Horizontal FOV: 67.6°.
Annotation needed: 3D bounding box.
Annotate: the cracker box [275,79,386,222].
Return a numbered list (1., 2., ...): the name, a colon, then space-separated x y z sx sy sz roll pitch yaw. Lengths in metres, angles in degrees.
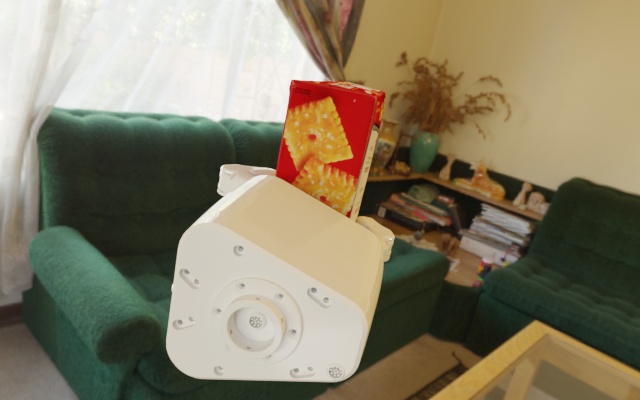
1. cracker box: 0.000 0.001 0.434 0.072 0.214 0.164 14 16 6
